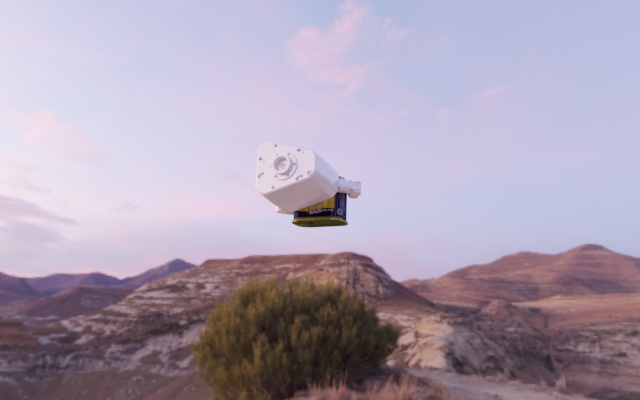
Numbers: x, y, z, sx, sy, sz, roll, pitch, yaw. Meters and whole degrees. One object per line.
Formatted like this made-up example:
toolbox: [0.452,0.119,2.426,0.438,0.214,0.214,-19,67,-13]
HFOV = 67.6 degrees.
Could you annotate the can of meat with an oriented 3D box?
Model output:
can of meat: [0.000,0.003,0.886,0.102,0.084,0.057,-4,-16,23]
